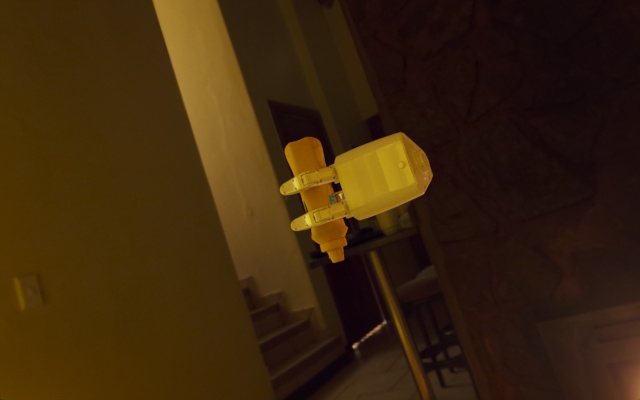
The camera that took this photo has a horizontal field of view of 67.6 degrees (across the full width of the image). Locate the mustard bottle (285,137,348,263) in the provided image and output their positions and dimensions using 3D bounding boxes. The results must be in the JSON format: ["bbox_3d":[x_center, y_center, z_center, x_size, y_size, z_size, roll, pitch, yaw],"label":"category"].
[{"bbox_3d":[0.000,0.002,0.742,0.058,0.191,0.096,-18,-6,3],"label":"mustard bottle"}]
